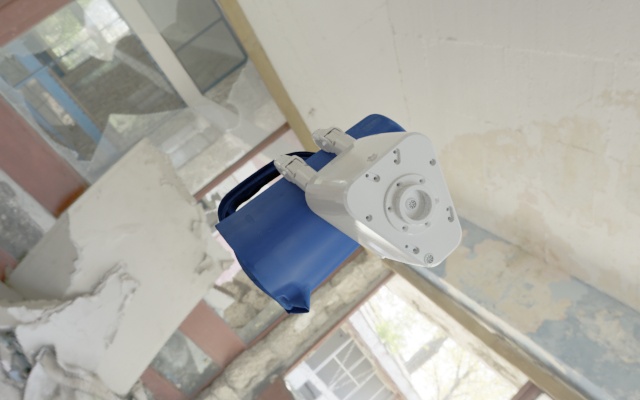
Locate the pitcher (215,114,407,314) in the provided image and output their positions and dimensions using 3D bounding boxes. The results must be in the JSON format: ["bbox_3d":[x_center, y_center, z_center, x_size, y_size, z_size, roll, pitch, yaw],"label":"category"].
[{"bbox_3d":[0.000,0.002,0.573,0.243,0.149,0.145,-40,11,-11],"label":"pitcher"}]
